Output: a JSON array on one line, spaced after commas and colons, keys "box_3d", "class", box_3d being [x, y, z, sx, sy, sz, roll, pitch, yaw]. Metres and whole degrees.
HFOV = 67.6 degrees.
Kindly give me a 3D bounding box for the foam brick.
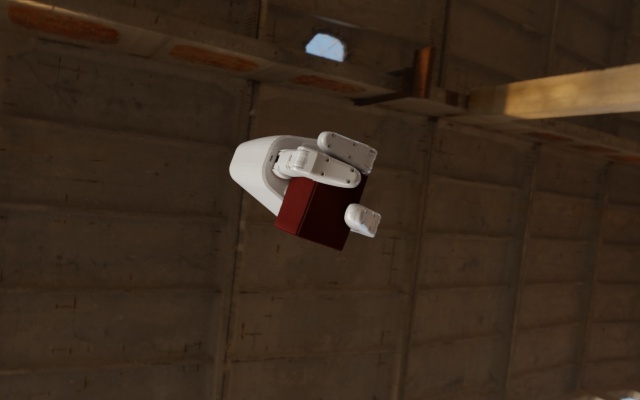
[{"box_3d": [0.000, 0.002, 0.451, 0.053, 0.078, 0.051, 24, -7, -30], "class": "foam brick"}]
